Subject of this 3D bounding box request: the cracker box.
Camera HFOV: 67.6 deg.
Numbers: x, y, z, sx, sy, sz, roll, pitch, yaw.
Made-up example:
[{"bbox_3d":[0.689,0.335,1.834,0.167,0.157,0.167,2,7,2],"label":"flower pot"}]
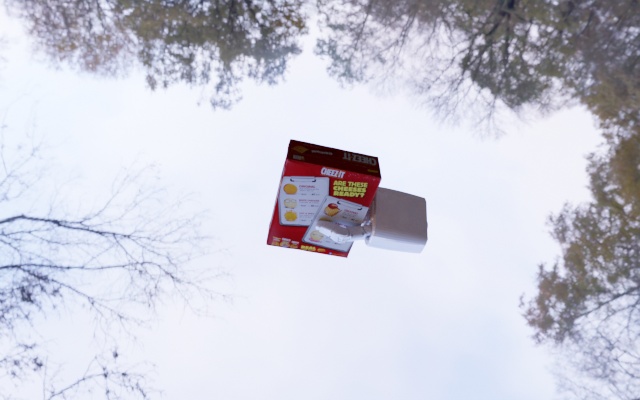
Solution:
[{"bbox_3d":[0.000,0.003,0.874,0.164,0.214,0.072,10,41,-9],"label":"cracker box"}]
